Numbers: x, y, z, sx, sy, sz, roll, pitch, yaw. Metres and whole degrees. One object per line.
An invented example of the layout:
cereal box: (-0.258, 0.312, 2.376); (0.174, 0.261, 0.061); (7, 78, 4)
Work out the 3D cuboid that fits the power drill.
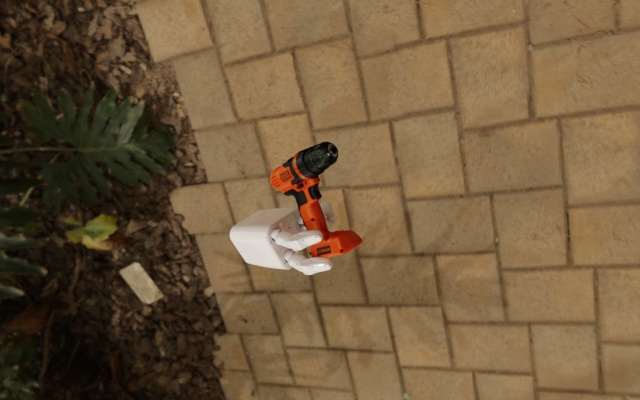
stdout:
power drill: (0.000, 0.003, 0.822); (0.057, 0.187, 0.184); (-25, 1, -34)
